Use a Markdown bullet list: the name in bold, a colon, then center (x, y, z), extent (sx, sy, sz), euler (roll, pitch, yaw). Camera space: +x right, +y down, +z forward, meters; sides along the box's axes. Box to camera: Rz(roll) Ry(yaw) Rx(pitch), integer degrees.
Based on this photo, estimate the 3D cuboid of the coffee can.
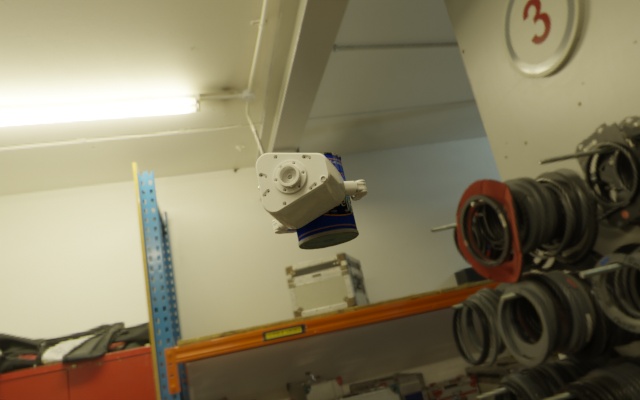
- **coffee can**: center (0.000, 0.003, 0.813), extent (0.103, 0.140, 0.103), euler (-11, -16, -3)
